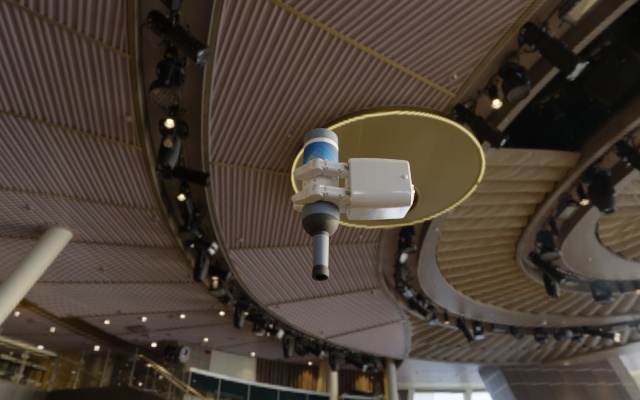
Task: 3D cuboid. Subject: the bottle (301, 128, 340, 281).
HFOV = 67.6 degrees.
[{"bbox_3d":[0.000,0.003,0.852,0.069,0.295,0.069,0,-34,0],"label":"bottle"}]
